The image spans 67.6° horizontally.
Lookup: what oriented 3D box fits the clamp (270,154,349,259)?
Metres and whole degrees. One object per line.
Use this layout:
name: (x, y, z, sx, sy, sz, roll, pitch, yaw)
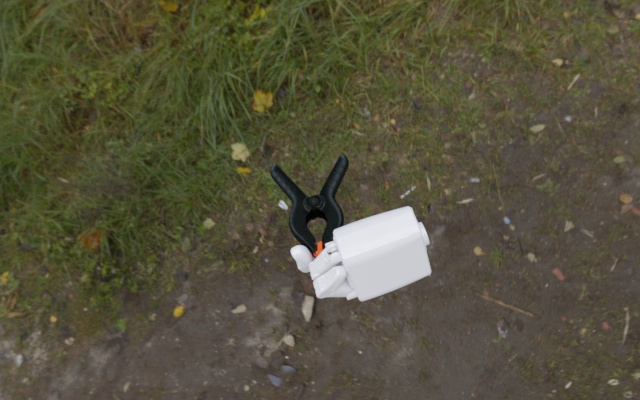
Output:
clamp: (0.000, 0.002, 0.699, 0.120, 0.171, 0.039, -19, -28, 2)
